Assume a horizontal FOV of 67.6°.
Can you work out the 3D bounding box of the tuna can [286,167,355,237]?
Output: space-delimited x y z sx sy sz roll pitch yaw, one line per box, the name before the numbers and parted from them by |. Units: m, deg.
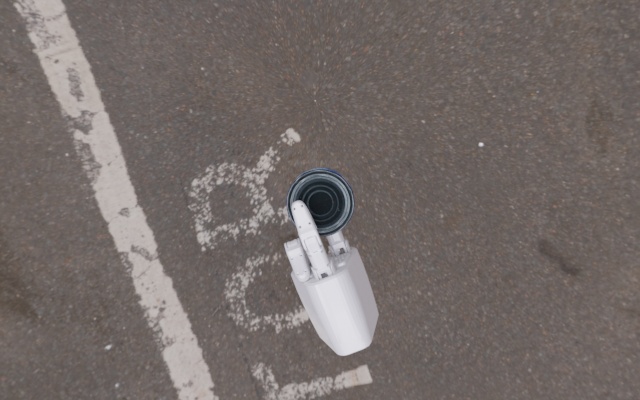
tuna can | 0.000 0.002 0.600 0.086 0.086 0.033 0 7 1
